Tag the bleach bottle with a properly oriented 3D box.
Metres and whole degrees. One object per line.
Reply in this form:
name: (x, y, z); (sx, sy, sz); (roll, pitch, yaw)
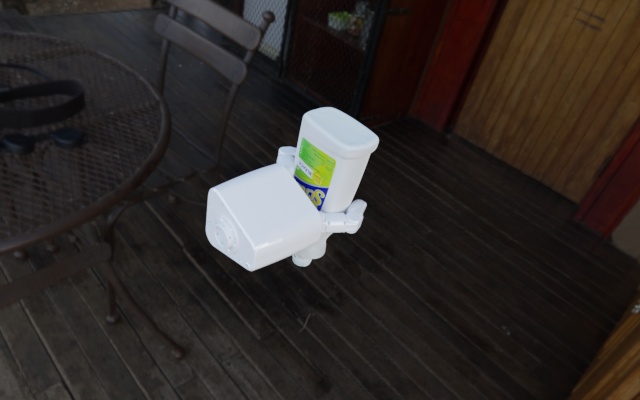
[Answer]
bleach bottle: (0.000, 0.002, 0.671); (0.068, 0.251, 0.102); (-23, 51, -38)
